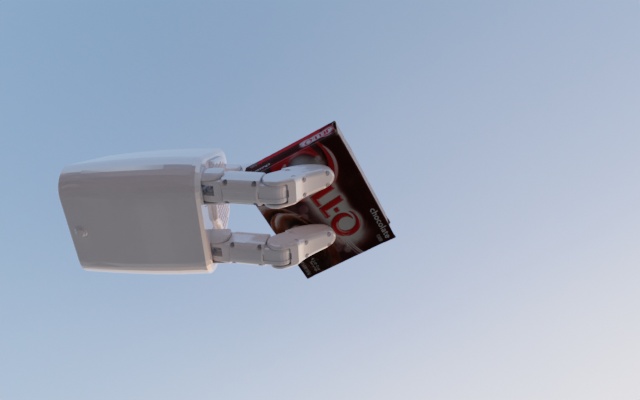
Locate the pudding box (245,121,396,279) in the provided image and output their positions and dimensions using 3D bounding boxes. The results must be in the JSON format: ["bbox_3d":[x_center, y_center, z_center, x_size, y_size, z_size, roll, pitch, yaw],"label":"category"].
[{"bbox_3d":[0.000,0.001,0.414,0.090,0.113,0.039,-27,26,13],"label":"pudding box"}]
